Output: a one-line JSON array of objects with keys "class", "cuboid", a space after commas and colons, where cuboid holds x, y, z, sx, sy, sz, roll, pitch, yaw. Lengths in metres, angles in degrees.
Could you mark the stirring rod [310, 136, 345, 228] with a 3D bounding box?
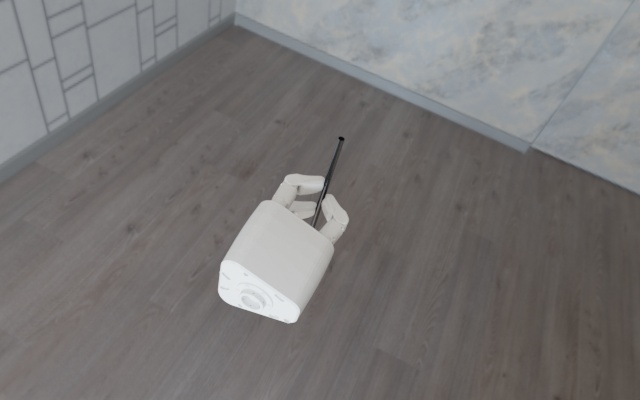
[{"class": "stirring rod", "cuboid": [0.000, 0.002, 0.676, 0.011, 0.011, 0.240, 0, -41, -16]}]
